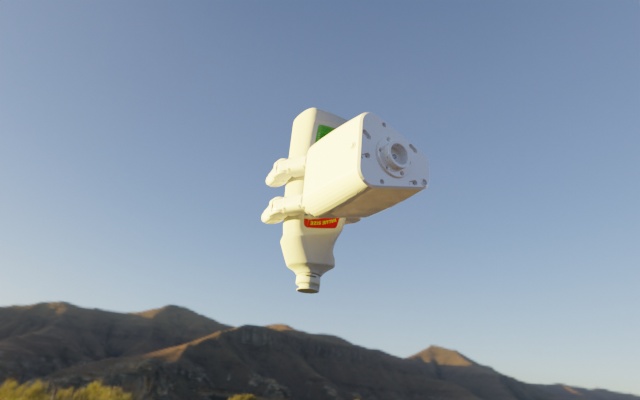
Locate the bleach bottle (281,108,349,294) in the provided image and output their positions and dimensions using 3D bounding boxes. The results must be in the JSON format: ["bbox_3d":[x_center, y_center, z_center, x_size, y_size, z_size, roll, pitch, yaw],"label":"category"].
[{"bbox_3d":[0.000,0.002,0.655,0.102,0.250,0.068,19,-27,-29],"label":"bleach bottle"}]
